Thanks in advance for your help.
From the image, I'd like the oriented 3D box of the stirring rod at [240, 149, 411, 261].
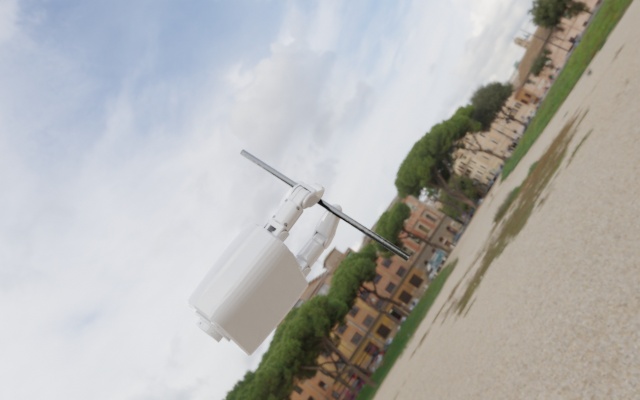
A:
[{"bbox_3d":[0.000,0.002,0.561,0.239,0.011,0.011,33,10,16],"label":"stirring rod"}]
